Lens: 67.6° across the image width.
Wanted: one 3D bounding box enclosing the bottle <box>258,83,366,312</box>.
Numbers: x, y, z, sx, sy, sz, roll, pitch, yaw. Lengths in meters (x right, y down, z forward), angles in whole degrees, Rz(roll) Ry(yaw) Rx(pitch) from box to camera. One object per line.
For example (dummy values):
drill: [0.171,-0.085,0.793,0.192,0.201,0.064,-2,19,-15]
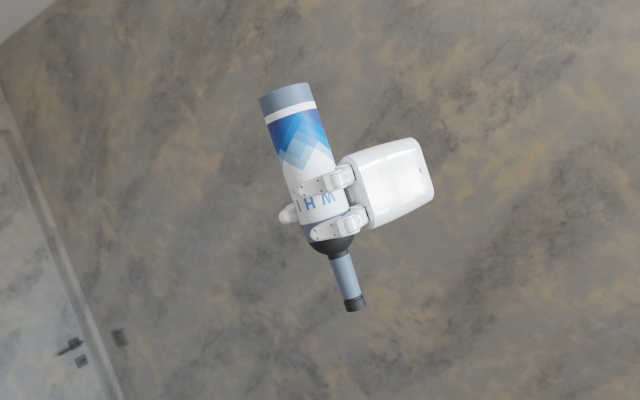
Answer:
bottle: [0.000,0.002,0.613,0.069,0.296,0.069,-19,5,2]
